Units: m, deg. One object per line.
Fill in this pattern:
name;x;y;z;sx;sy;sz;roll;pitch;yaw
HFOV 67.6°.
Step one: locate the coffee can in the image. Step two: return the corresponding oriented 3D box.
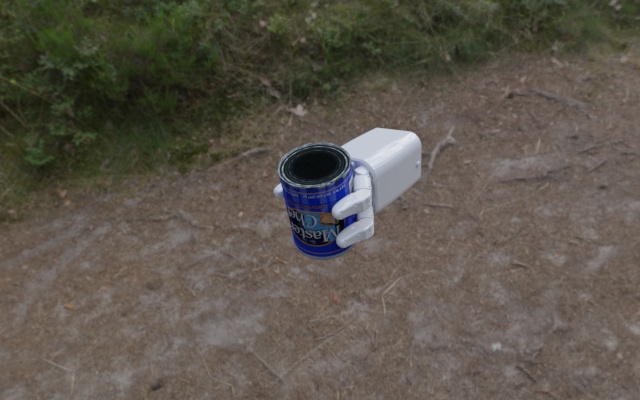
coffee can;0.000;0.002;0.696;0.103;0.140;0.102;-5;41;5
